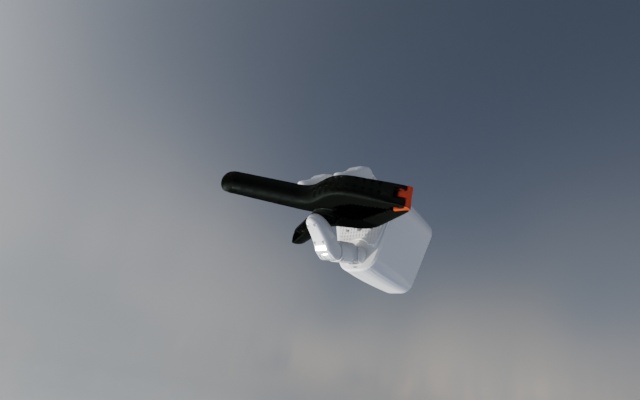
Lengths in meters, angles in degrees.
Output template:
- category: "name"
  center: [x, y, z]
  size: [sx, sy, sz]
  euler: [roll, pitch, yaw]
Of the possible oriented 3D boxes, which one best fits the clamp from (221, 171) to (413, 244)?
- category: "clamp"
  center: [0.000, 0.003, 0.547]
  size: [0.210, 0.036, 0.165]
  euler: [-10, -33, 38]
